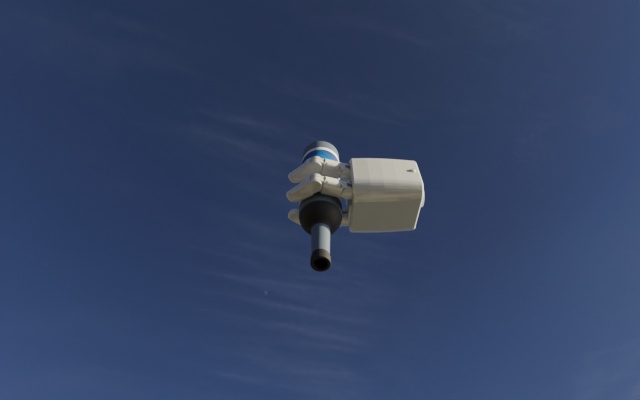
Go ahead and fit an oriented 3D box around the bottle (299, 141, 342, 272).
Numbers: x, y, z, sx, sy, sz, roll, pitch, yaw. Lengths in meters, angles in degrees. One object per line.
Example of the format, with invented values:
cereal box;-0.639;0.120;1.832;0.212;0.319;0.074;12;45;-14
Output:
bottle;0.000;0.002;0.753;0.069;0.069;0.295;0;34;0
